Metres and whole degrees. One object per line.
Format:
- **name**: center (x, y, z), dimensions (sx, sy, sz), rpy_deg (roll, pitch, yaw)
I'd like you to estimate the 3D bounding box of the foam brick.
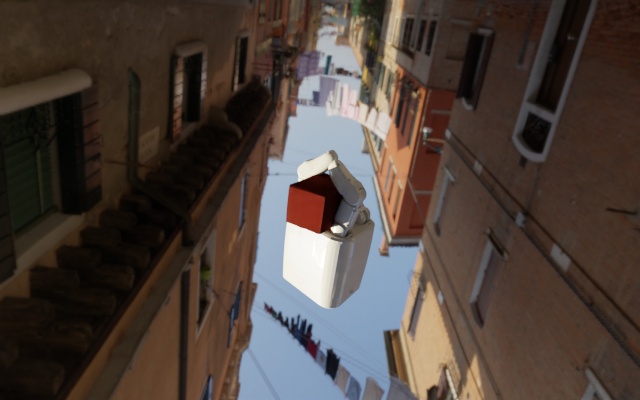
- **foam brick**: center (0.000, 0.002, 0.603), dimensions (0.053, 0.051, 0.078), rpy_deg (20, 24, 26)
